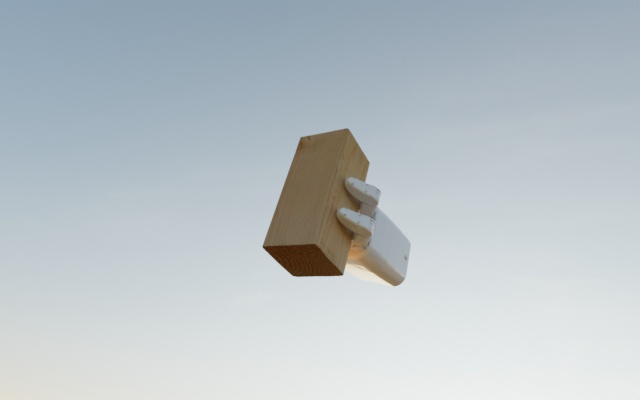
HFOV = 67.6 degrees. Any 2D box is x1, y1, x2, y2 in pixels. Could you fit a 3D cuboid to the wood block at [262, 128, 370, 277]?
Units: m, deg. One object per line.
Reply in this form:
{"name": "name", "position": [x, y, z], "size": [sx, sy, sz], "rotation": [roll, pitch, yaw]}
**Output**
{"name": "wood block", "position": [0.000, 0.003, 0.718], "size": [0.091, 0.206, 0.090], "rotation": [-7, -40, 31]}
